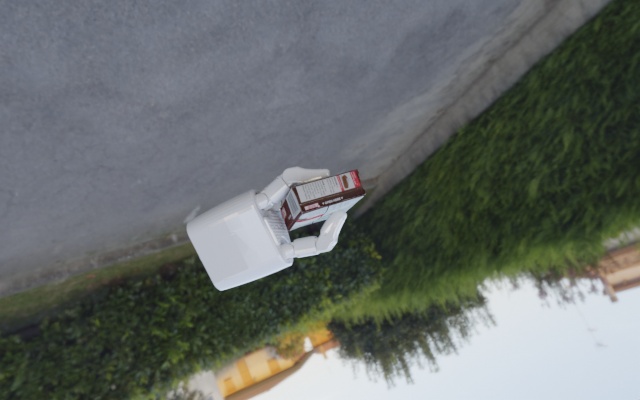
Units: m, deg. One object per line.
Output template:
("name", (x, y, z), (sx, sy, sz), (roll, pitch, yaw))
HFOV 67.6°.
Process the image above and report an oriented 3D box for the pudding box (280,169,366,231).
("pudding box", (0.000, 0.002, 0.631), (0.090, 0.039, 0.113), (-17, -9, -16))
